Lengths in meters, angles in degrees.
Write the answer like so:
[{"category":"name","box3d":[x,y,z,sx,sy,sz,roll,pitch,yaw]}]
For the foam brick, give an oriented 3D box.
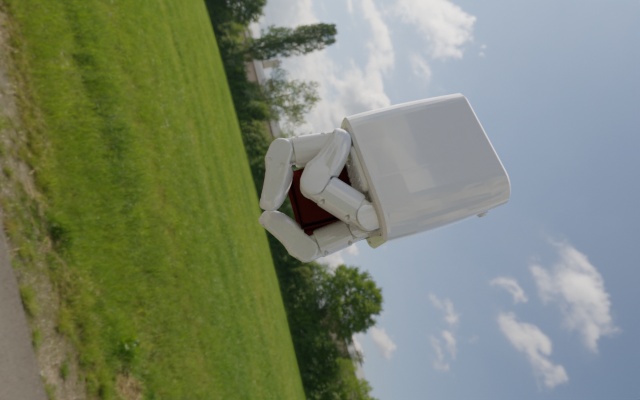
[{"category":"foam brick","box3d":[0.000,0.001,0.444,0.051,0.053,0.078,-15,-10,-6]}]
